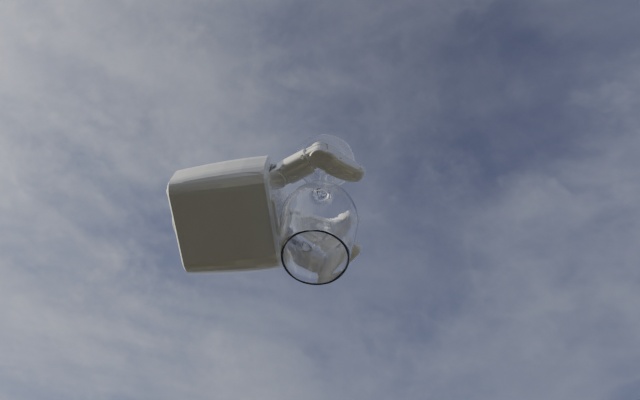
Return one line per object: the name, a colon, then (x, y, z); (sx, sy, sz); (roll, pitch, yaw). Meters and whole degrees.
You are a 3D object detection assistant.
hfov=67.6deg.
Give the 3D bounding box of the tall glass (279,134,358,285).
tall glass: (0.000, 0.001, 0.508); (0.079, 0.079, 0.201); (0, 30, 3)
